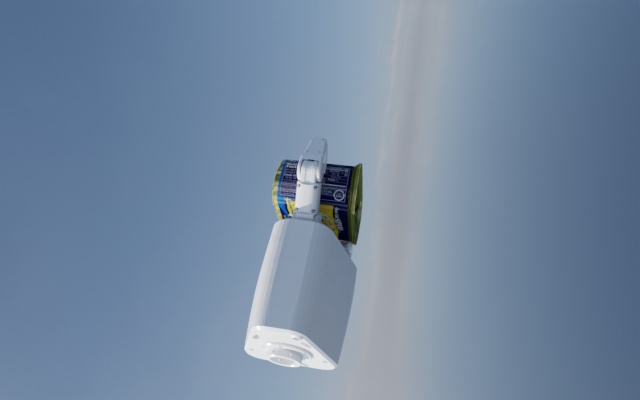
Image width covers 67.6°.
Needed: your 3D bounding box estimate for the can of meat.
[{"bbox_3d":[0.000,0.002,0.508,0.084,0.057,0.102,6,-30,9],"label":"can of meat"}]
